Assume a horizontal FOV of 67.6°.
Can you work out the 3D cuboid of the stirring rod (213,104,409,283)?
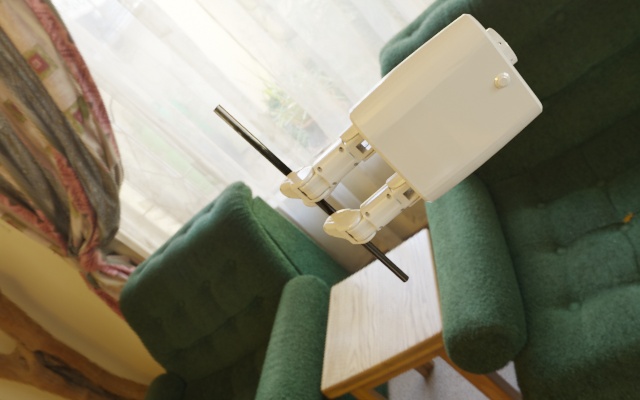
[{"bbox_3d":[0.000,0.001,0.424,0.239,0.011,0.011,42,-18,-21],"label":"stirring rod"}]
